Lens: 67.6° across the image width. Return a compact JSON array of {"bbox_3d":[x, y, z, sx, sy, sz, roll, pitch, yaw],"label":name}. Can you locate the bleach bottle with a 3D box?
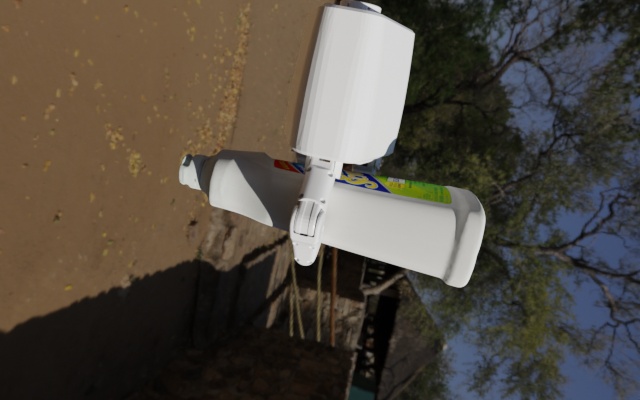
[{"bbox_3d":[0.000,0.001,0.404,0.251,0.068,0.102,13,16,6],"label":"bleach bottle"}]
